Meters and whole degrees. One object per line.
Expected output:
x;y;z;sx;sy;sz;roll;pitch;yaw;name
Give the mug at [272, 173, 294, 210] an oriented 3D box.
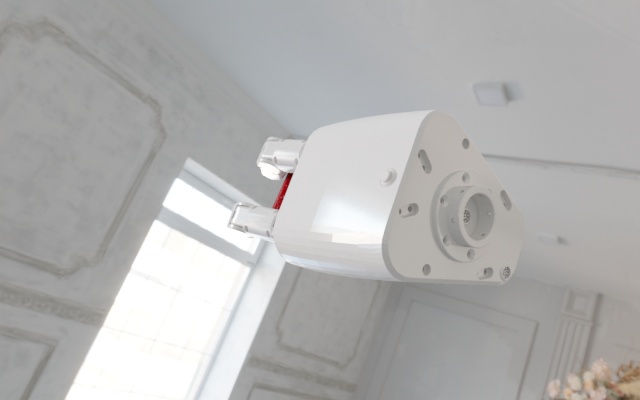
-0.001;0.001;0.408;0.093;0.081;0.117;31;-15;-31;mug
